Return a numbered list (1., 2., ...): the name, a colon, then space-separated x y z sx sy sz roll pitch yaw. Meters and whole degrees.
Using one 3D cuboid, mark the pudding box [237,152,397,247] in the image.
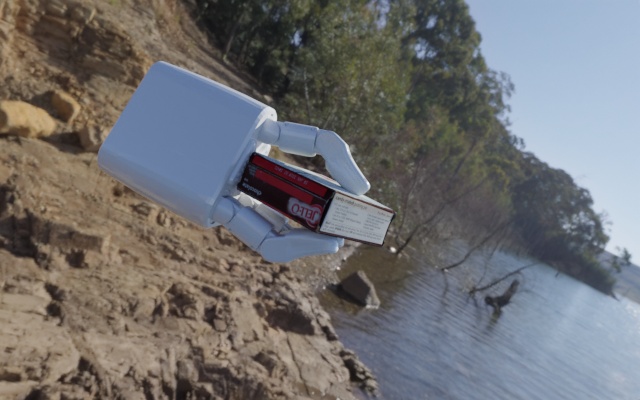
1. pudding box: 0.000 0.001 0.403 0.090 0.039 0.113 28 7 34
